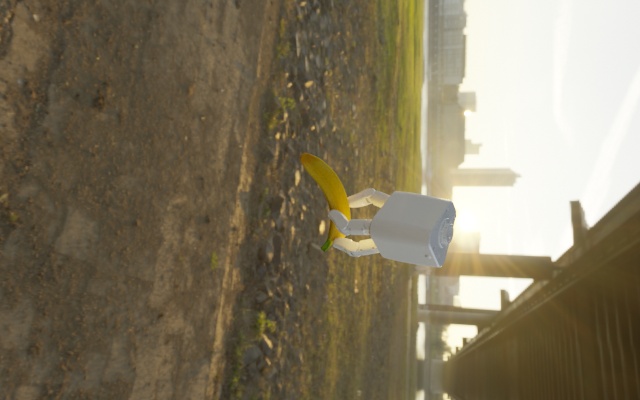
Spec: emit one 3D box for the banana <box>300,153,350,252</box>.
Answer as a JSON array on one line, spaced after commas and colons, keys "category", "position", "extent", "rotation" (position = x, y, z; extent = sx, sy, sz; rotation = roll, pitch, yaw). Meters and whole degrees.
[{"category": "banana", "position": [0.016, -0.001, 0.864], "extent": [0.069, 0.198, 0.037], "rotation": [-24, 24, -24]}]
